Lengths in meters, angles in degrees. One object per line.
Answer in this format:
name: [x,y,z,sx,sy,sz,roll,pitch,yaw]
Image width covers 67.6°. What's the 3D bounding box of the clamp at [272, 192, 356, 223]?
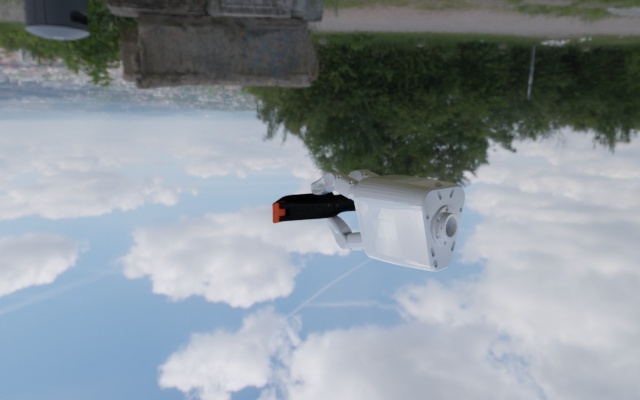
clamp: [0.000,0.003,0.720,0.210,0.036,0.164,-9,12,-42]
